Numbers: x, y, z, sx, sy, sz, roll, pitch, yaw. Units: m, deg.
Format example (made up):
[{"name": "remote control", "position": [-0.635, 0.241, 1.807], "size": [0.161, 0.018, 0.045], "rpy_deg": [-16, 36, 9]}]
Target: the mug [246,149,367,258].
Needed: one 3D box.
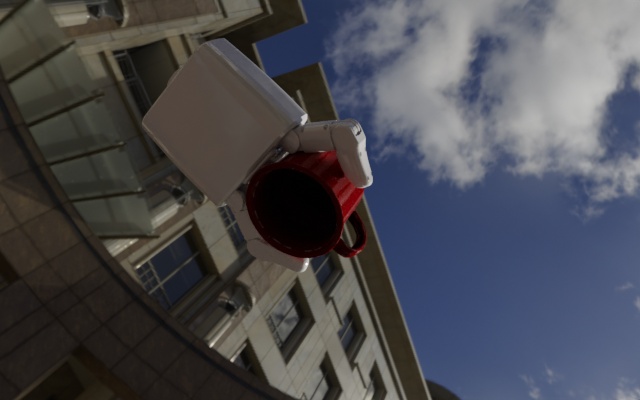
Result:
[{"name": "mug", "position": [0.001, 0.002, 0.443], "size": [0.093, 0.117, 0.081], "rpy_deg": [-43, 3, 36]}]
